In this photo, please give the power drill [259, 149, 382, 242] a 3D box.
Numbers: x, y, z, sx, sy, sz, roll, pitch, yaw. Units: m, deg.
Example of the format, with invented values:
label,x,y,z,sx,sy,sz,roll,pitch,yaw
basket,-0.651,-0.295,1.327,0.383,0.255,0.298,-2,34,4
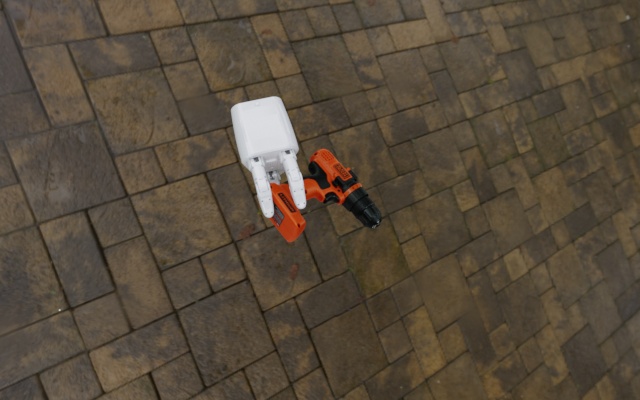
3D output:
label,x,y,z,sx,sy,sz,roll,pitch,yaw
power drill,0.000,0.003,0.853,0.187,0.184,0.057,-26,-23,-39
